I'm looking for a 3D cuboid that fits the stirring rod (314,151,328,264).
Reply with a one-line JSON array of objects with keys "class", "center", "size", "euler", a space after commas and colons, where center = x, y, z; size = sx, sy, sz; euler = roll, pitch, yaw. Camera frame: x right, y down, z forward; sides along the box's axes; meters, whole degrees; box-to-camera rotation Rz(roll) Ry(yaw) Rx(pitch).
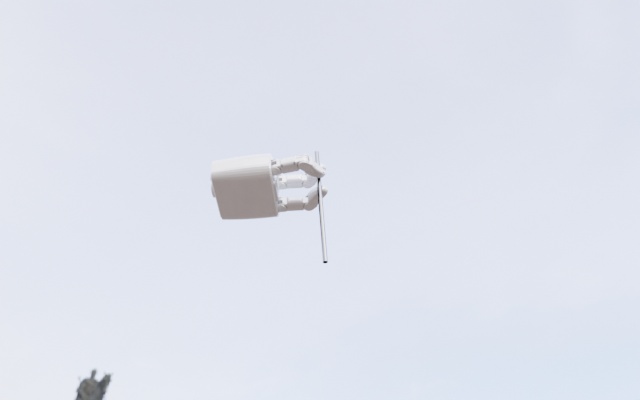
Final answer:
[{"class": "stirring rod", "center": [0.000, 0.003, 0.814], "size": [0.011, 0.239, 0.011], "euler": [-3, -39, -2]}]
